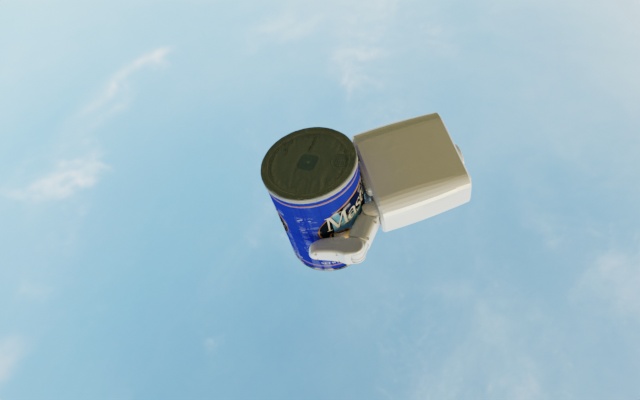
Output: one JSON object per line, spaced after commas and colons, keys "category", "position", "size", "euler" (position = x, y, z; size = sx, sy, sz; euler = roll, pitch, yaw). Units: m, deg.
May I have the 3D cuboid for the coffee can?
{"category": "coffee can", "position": [0.000, 0.002, 0.547], "size": [0.103, 0.102, 0.140], "euler": [0, -38, 14]}
